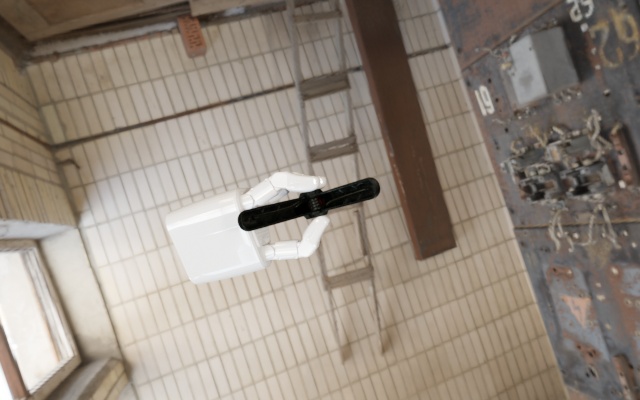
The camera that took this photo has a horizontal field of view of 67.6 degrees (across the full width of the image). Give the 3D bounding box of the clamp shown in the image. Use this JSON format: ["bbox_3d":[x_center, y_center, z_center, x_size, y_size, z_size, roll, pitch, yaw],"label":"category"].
[{"bbox_3d":[0.000,0.003,0.620,0.164,0.036,0.210,-14,0,10],"label":"clamp"}]
